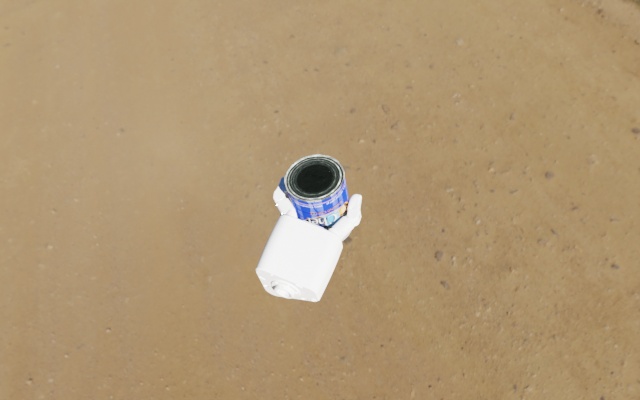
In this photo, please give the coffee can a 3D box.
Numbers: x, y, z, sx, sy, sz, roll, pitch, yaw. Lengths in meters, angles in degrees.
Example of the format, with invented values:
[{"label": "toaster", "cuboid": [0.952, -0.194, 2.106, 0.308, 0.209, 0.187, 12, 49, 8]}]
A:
[{"label": "coffee can", "cuboid": [0.000, 0.003, 0.849, 0.103, 0.102, 0.140, 0, -37, 11]}]
